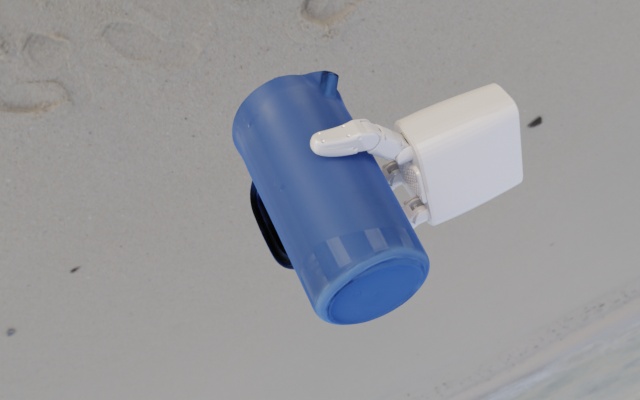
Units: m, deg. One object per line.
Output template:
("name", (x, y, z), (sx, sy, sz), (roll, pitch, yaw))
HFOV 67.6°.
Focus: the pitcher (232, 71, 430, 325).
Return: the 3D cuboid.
("pitcher", (0.000, 0.001, 0.480), (0.145, 0.242, 0.149), (-23, -38, -4))
